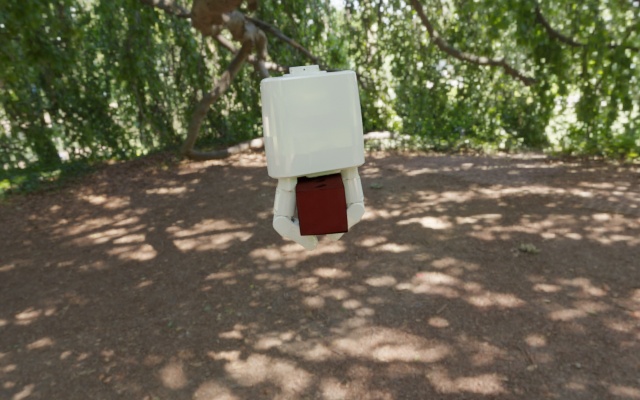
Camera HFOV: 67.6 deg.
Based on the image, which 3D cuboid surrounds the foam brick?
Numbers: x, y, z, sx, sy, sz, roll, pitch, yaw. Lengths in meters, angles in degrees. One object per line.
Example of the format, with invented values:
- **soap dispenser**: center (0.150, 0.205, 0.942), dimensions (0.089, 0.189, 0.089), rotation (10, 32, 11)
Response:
- **foam brick**: center (0.000, 0.002, 0.534), dimensions (0.053, 0.051, 0.078), rotation (-5, 16, -2)
